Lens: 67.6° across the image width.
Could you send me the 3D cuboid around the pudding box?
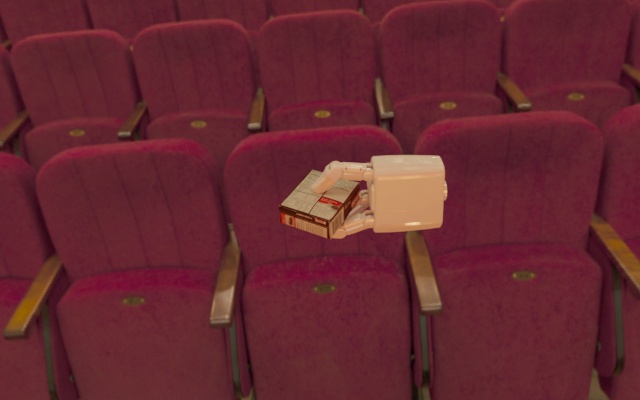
[{"bbox_3d":[0.000,0.002,0.751,0.090,0.039,0.113,17,40,22],"label":"pudding box"}]
